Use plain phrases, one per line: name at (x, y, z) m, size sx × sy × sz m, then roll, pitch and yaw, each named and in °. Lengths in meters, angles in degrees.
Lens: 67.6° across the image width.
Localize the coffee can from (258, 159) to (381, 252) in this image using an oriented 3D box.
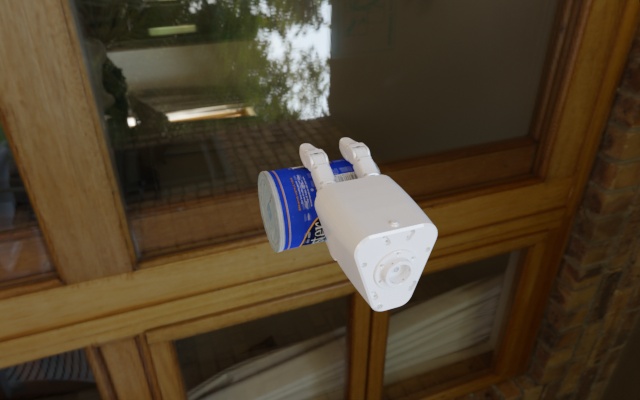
coffee can at (0.000, 0.002, 0.615) m, size 0.140 × 0.103 × 0.103 m, roll -11°, pitch 3°, yaw -17°
